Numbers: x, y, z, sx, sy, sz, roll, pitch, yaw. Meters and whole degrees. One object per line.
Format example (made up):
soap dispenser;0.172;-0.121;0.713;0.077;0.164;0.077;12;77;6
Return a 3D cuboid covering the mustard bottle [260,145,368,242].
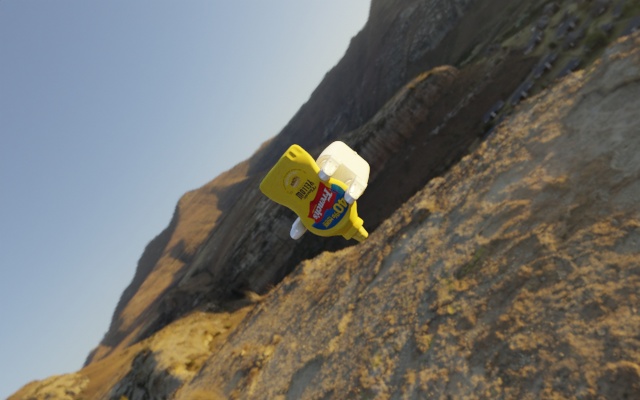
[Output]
mustard bottle;0.000;0.002;0.789;0.191;0.096;0.058;40;0;-5
